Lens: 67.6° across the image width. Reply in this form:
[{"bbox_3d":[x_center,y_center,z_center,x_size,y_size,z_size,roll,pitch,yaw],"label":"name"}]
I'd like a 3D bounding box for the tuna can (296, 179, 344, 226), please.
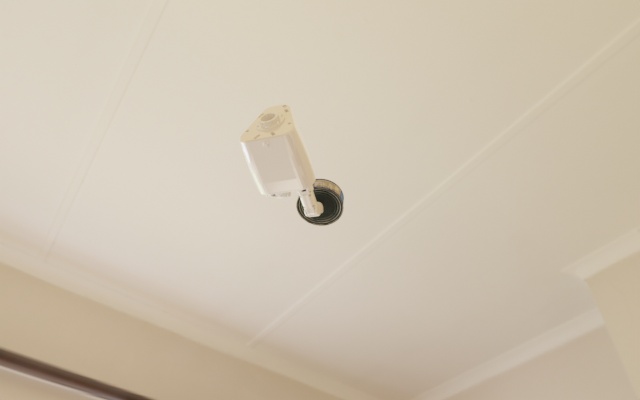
[{"bbox_3d":[0.000,0.003,0.873,0.086,0.086,0.033,0,36,6],"label":"tuna can"}]
